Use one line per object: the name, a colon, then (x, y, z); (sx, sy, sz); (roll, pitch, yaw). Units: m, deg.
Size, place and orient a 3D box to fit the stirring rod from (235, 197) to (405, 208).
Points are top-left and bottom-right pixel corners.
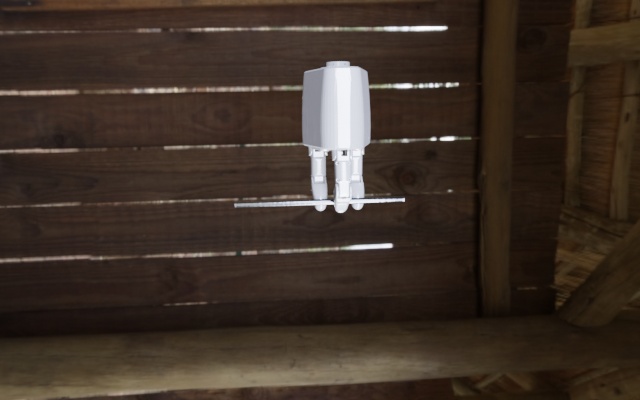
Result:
stirring rod: (0.000, 0.002, 0.678); (0.239, 0.011, 0.011); (-2, 0, -4)
